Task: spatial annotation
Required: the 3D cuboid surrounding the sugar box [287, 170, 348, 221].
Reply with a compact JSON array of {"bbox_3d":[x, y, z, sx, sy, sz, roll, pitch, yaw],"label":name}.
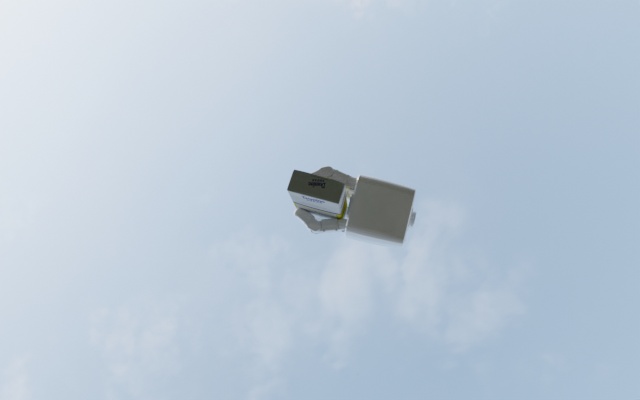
[{"bbox_3d":[0.000,0.002,0.864,0.093,0.048,0.176,15,-18,9],"label":"sugar box"}]
